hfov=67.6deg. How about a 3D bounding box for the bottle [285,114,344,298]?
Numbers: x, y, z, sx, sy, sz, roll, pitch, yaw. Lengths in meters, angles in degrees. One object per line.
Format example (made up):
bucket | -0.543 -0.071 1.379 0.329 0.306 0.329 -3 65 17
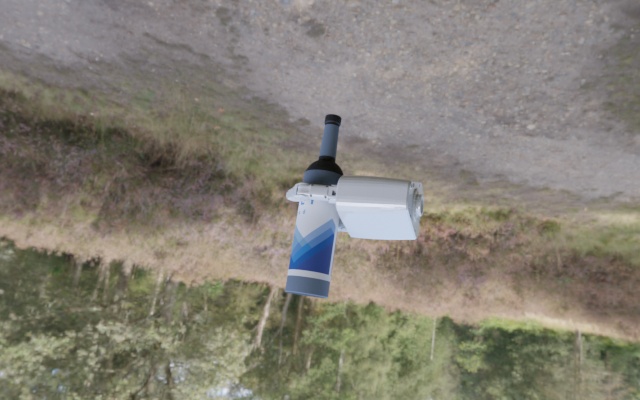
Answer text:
bottle | 0.000 0.003 0.761 0.069 0.295 0.069 8 -14 2
